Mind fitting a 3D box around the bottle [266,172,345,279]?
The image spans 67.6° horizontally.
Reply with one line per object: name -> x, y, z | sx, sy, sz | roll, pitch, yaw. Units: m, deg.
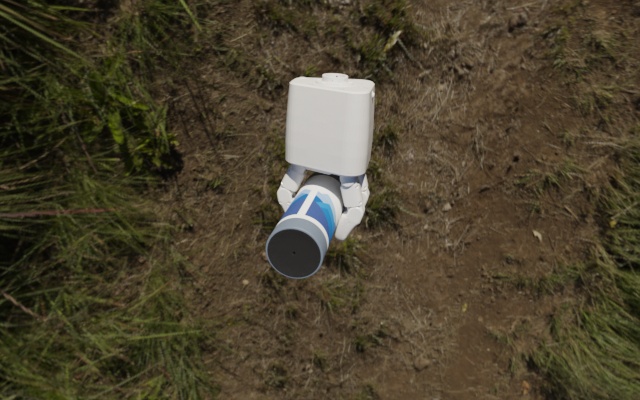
bottle -> 0.000, 0.002, 0.663 | 0.069, 0.069, 0.295 | 0, 23, 13
